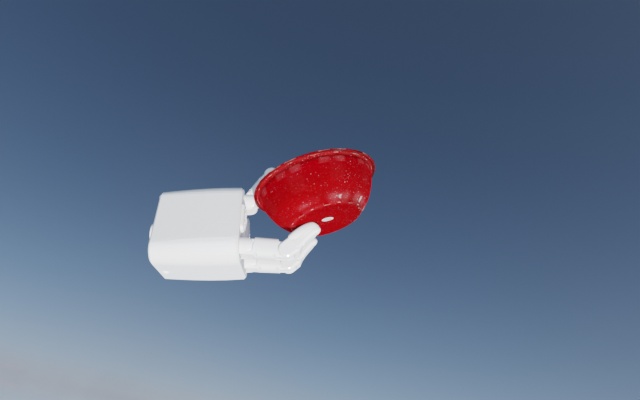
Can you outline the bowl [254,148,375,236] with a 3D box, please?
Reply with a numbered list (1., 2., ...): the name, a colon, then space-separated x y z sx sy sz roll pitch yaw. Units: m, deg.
1. bowl: 0.001 0.002 0.604 0.162 0.055 0.162 -14 -25 -7
